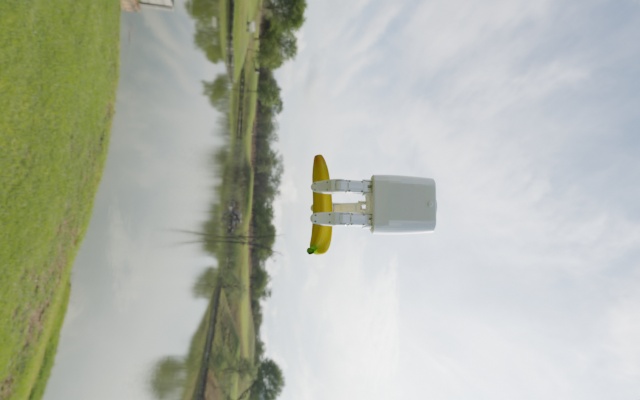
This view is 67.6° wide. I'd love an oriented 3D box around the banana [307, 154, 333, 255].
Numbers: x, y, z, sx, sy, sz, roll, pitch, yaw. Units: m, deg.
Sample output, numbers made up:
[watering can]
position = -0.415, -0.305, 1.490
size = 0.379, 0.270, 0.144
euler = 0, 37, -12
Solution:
[banana]
position = 0.002, 0.015, 0.825
size = 0.037, 0.197, 0.070
euler = -2, -32, 6
